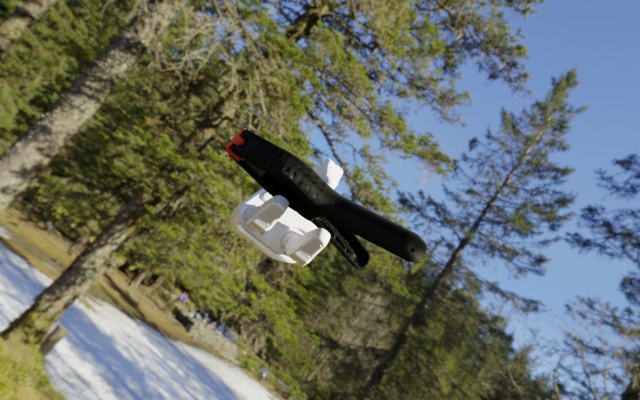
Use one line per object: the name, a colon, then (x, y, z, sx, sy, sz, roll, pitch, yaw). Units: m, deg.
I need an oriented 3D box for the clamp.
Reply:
clamp: (0.000, 0.001, 0.474, 0.210, 0.036, 0.164, 40, -18, -11)
